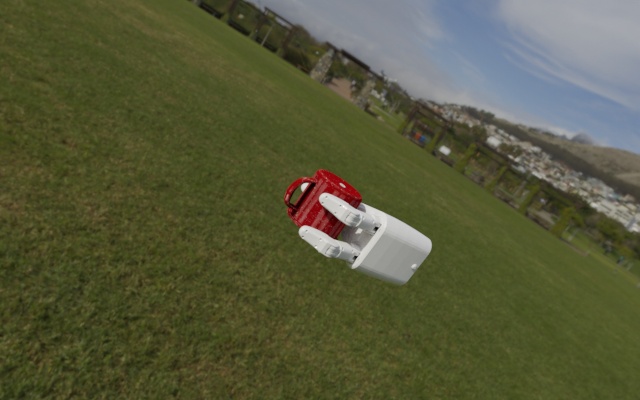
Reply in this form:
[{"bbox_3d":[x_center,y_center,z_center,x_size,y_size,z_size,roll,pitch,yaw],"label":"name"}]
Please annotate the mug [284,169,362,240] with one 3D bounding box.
[{"bbox_3d":[-0.001,0.002,0.715,0.117,0.081,0.093,26,15,-31],"label":"mug"}]
